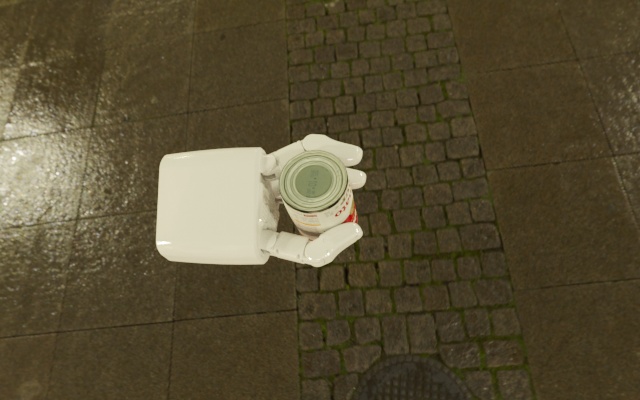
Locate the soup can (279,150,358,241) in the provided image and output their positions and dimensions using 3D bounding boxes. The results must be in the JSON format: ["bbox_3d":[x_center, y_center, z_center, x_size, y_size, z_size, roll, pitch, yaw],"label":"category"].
[{"bbox_3d":[0.001,0.002,0.487,0.068,0.068,0.102,0,-25,9],"label":"soup can"}]
